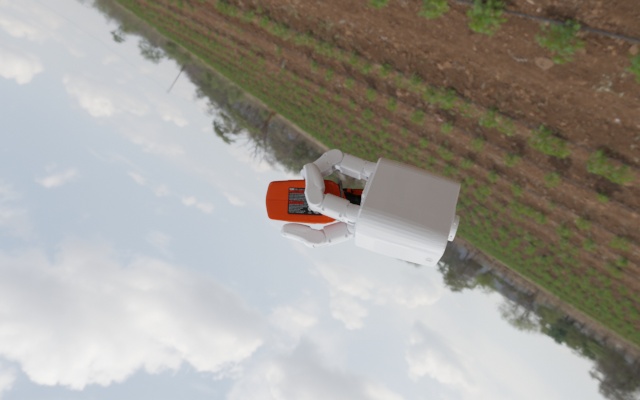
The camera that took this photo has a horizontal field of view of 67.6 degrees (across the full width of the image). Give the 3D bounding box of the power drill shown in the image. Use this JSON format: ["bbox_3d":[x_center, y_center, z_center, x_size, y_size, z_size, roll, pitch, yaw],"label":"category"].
[{"bbox_3d":[0.000,0.002,0.696,0.184,0.057,0.187,0,-1,26],"label":"power drill"}]
